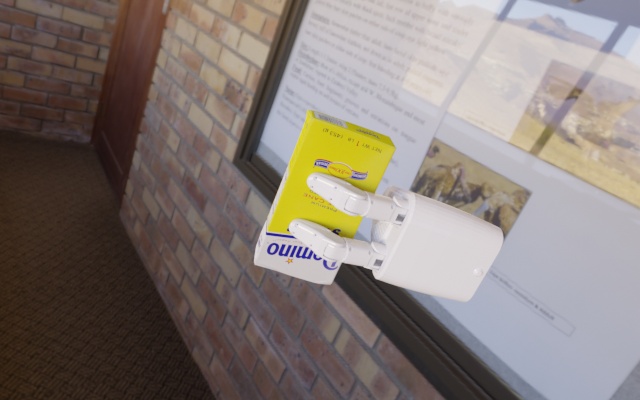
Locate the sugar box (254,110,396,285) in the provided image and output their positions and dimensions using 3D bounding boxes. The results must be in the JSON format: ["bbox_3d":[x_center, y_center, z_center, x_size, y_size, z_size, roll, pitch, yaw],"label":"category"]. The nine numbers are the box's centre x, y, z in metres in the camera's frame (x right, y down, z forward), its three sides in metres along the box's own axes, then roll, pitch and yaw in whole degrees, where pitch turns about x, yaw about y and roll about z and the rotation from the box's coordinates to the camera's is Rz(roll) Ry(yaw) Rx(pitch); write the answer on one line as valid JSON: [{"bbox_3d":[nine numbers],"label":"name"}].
[{"bbox_3d":[0.000,0.002,0.507,0.093,0.176,0.048,18,21,-11],"label":"sugar box"}]
